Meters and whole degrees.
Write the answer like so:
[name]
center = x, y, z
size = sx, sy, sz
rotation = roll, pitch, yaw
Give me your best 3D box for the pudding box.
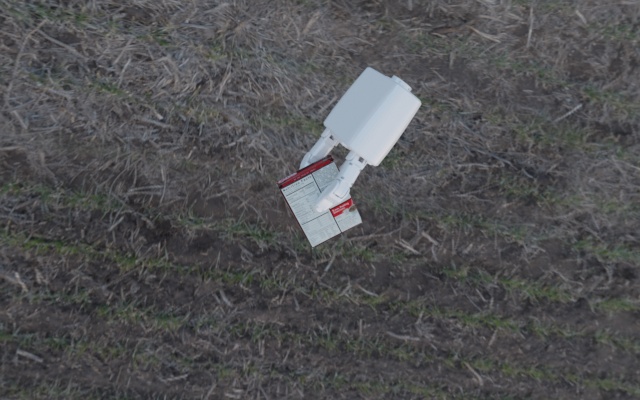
[pudding box]
center = 0.000, 0.002, 0.699
size = 0.090, 0.113, 0.039
rotation = -27, 22, 0
